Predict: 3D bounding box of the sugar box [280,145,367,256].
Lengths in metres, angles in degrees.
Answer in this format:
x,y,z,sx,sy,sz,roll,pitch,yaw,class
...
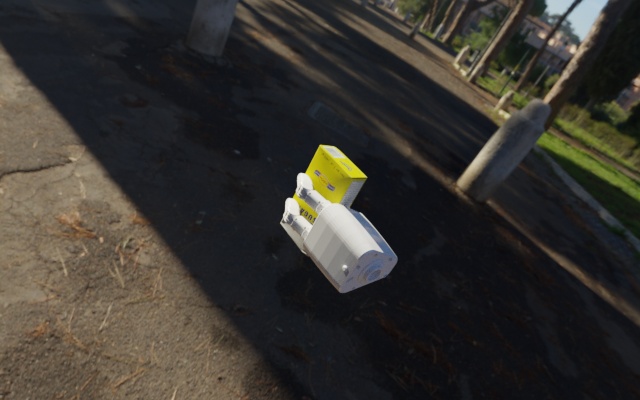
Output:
x,y,z,sx,sy,sz,roll,pitch,yaw,class
0.000,0.003,0.820,0.048,0.176,0.093,-1,40,-45,sugar box
